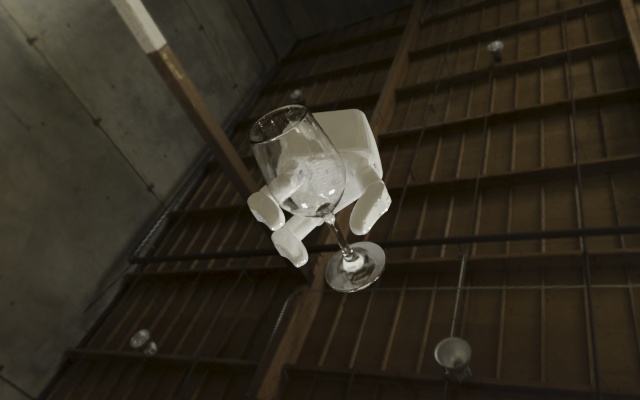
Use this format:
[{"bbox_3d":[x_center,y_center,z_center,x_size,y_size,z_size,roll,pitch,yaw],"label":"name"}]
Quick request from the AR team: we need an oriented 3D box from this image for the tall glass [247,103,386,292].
[{"bbox_3d":[0.000,0.002,0.488,0.079,0.201,0.079,-19,35,14],"label":"tall glass"}]
